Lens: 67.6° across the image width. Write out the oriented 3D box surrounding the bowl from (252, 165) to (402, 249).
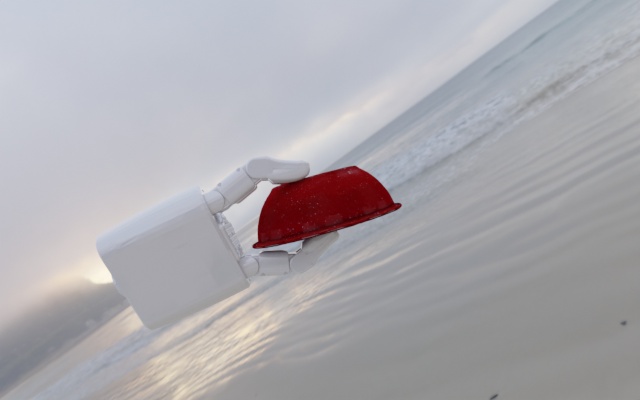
[{"bbox_3d":[0.001,0.001,0.499,0.162,0.055,0.162,-15,1,0],"label":"bowl"}]
